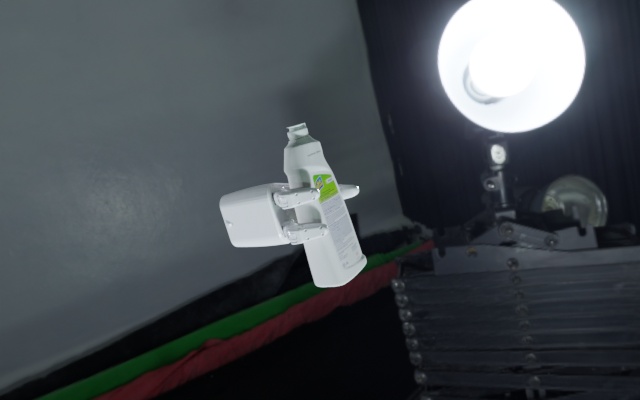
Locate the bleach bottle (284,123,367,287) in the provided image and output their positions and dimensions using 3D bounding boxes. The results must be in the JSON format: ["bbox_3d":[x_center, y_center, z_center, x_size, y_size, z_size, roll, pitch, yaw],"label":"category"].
[{"bbox_3d":[0.000,0.003,0.748,0.068,0.251,0.102,-9,13,31],"label":"bleach bottle"}]
